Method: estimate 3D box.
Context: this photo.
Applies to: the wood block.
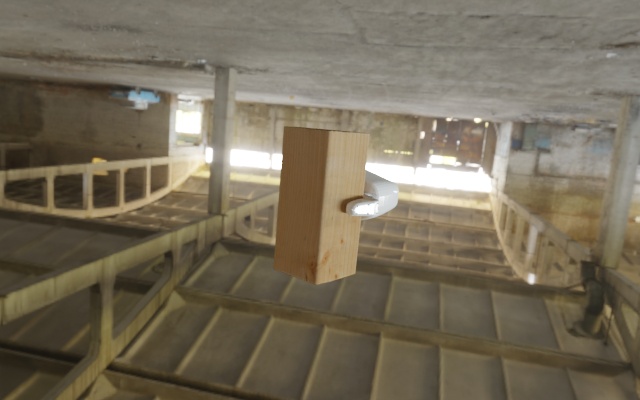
[{"bbox_3d":[0.001,0.002,0.681,0.091,0.206,0.090,12,12,41],"label":"wood block"}]
